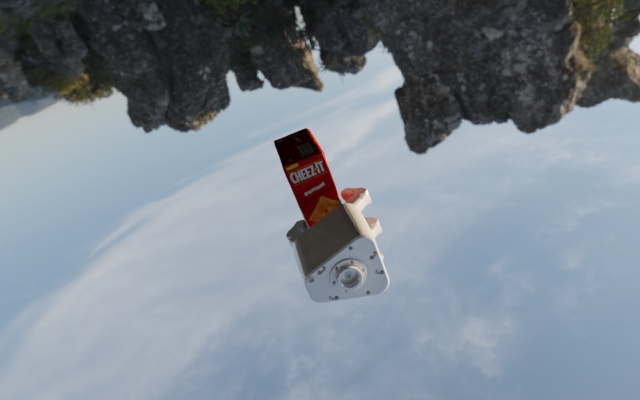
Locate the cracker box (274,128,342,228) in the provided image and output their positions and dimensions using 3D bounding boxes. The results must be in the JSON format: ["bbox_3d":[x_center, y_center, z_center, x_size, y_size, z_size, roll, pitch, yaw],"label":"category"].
[{"bbox_3d":[0.000,0.003,0.786,0.072,0.214,0.164,-23,23,-2],"label":"cracker box"}]
